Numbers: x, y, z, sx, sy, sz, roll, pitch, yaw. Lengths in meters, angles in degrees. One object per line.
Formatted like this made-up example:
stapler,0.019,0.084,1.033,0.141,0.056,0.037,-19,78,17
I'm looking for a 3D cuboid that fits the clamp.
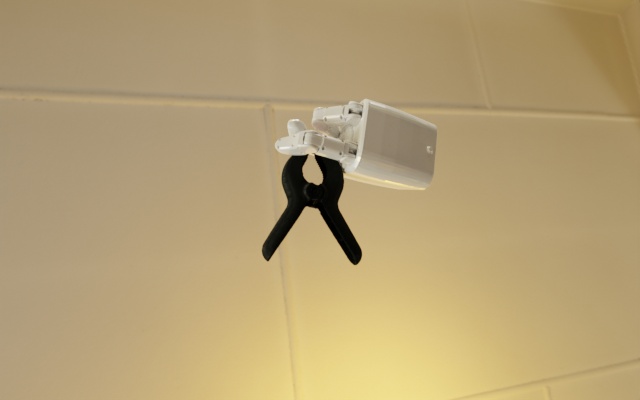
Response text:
clamp,0.000,0.002,0.591,0.120,0.171,0.039,15,-19,-16
